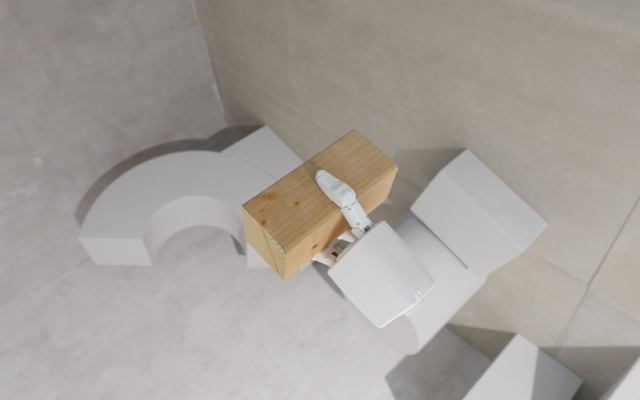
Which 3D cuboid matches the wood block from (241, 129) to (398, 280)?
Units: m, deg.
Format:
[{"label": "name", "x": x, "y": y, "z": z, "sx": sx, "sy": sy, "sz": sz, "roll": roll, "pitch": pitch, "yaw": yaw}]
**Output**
[{"label": "wood block", "x": 0.000, "y": 0.002, "z": 0.667, "sx": 0.206, "sy": 0.090, "sz": 0.091, "roll": -36, "pitch": -22, "yaw": -25}]
